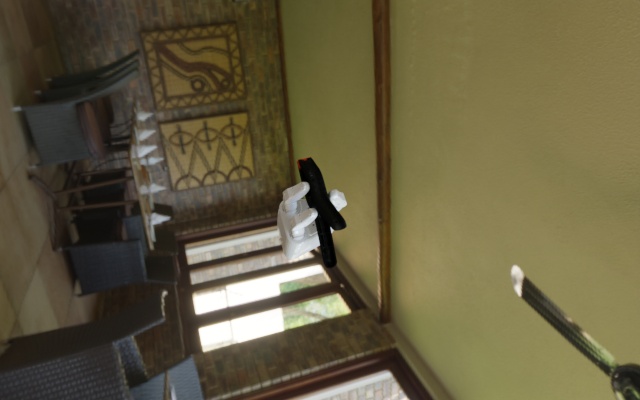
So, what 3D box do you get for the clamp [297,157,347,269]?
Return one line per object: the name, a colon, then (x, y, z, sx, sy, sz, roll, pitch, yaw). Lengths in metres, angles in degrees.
clamp: (0.001, 0.002, 0.867, 0.036, 0.210, 0.165, -12, -23, -14)
